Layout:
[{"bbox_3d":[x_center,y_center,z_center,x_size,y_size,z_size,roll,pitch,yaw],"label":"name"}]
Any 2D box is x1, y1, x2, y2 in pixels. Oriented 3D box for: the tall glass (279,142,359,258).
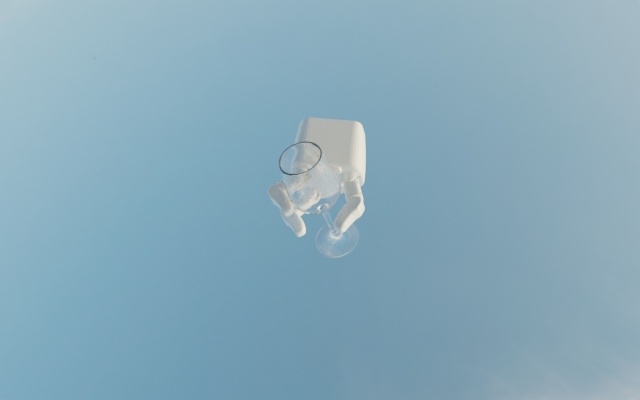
[{"bbox_3d":[0.000,0.003,0.719,0.079,0.079,0.201,0,-37,20],"label":"tall glass"}]
